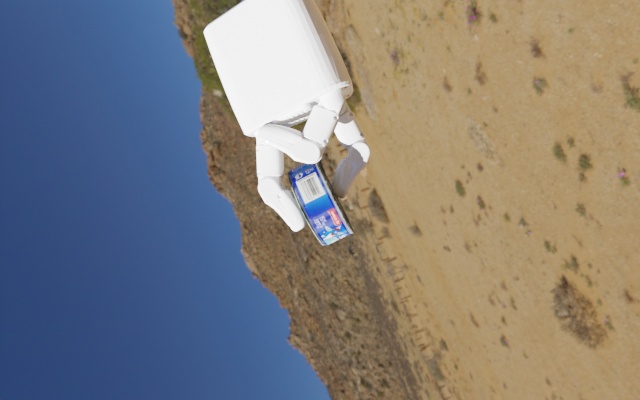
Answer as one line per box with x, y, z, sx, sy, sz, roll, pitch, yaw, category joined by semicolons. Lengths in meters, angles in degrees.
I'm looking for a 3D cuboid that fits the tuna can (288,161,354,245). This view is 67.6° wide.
0.000;0.002;0.483;0.034;0.086;0.086;-26;-2;4;tuna can
